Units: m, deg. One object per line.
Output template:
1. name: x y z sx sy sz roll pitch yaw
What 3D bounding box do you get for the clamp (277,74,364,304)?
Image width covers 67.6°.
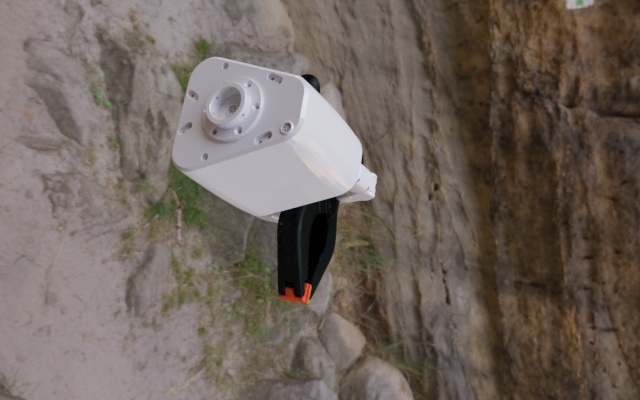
1. clamp: 0.001 0.002 0.493 0.036 0.210 0.165 2 -16 26
